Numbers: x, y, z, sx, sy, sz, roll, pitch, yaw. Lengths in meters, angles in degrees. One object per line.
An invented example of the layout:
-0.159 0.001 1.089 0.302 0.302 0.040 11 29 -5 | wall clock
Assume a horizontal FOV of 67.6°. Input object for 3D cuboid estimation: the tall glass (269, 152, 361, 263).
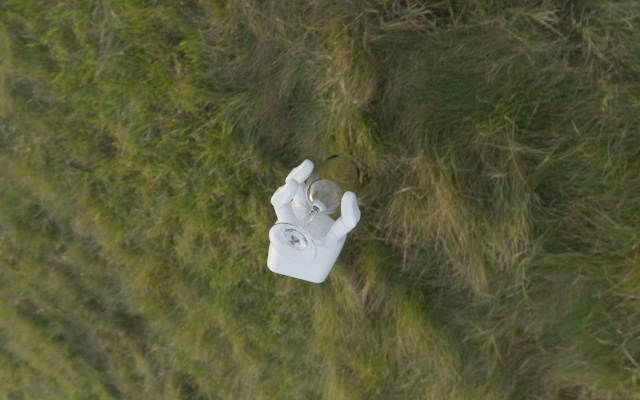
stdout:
0.000 0.003 0.741 0.079 0.079 0.201 0 36 30 | tall glass
